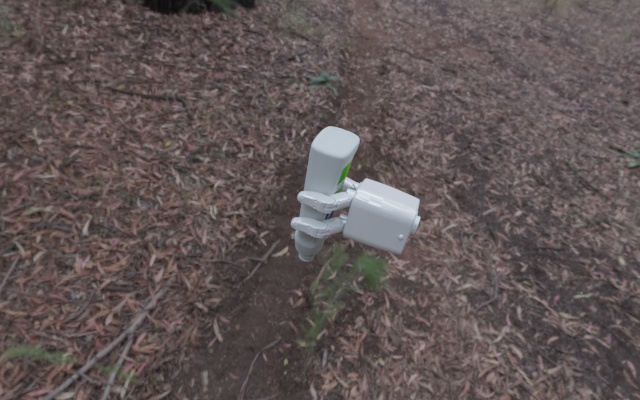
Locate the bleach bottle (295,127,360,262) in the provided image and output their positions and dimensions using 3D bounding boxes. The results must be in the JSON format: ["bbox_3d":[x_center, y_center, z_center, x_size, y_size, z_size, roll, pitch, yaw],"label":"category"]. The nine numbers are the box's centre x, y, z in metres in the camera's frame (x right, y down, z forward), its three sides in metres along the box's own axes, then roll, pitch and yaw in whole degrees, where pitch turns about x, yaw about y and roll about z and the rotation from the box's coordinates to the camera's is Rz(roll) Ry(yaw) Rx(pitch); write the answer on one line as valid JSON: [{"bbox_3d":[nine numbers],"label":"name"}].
[{"bbox_3d":[0.000,0.003,0.844,0.068,0.251,0.102,22,36,11],"label":"bleach bottle"}]
